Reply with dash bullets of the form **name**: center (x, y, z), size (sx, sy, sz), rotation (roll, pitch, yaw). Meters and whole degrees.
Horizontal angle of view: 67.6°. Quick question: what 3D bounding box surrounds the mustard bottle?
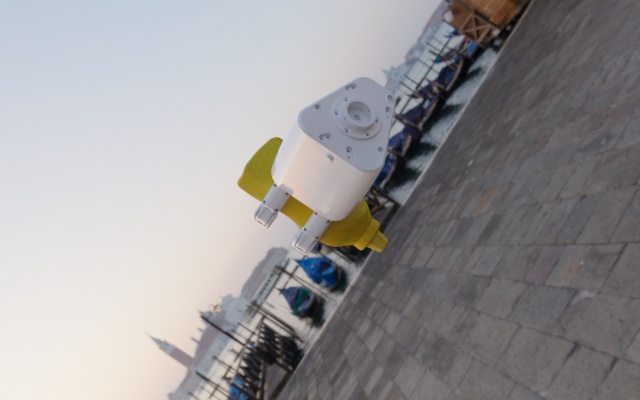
- **mustard bottle**: center (0.000, 0.002, 0.586), size (0.191, 0.058, 0.096), rotation (34, 35, 0)
